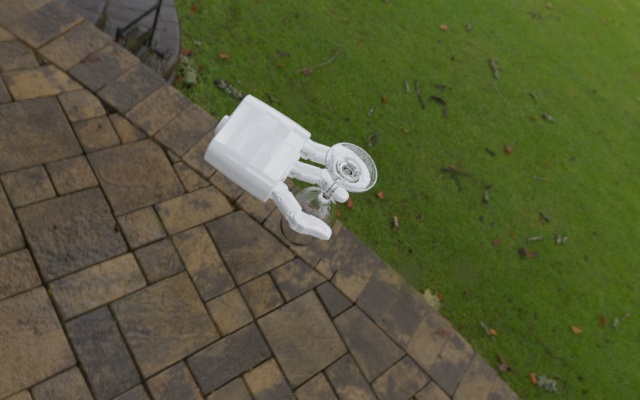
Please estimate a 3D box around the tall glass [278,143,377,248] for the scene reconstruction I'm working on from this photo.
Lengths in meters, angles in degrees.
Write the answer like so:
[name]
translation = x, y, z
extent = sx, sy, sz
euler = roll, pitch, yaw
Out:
[tall glass]
translation = 0.000, 0.002, 0.690
extent = 0.079, 0.079, 0.201
euler = 0, -28, -27
